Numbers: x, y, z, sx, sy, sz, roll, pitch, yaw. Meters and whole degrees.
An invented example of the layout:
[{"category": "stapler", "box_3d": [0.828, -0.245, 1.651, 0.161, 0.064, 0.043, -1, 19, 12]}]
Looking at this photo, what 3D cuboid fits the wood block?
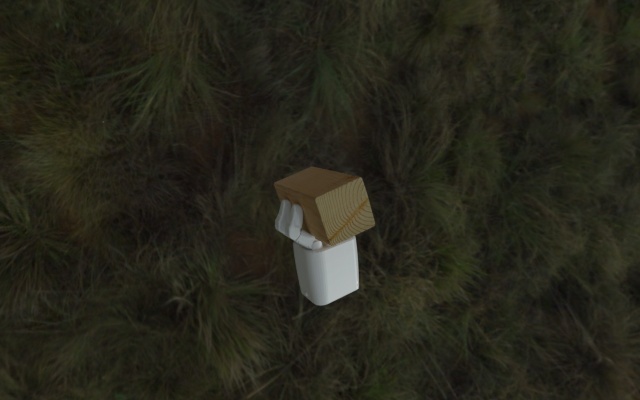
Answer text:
[{"category": "wood block", "box_3d": [0.001, 0.003, 0.863, 0.091, 0.090, 0.206, -24, 18, -19]}]
